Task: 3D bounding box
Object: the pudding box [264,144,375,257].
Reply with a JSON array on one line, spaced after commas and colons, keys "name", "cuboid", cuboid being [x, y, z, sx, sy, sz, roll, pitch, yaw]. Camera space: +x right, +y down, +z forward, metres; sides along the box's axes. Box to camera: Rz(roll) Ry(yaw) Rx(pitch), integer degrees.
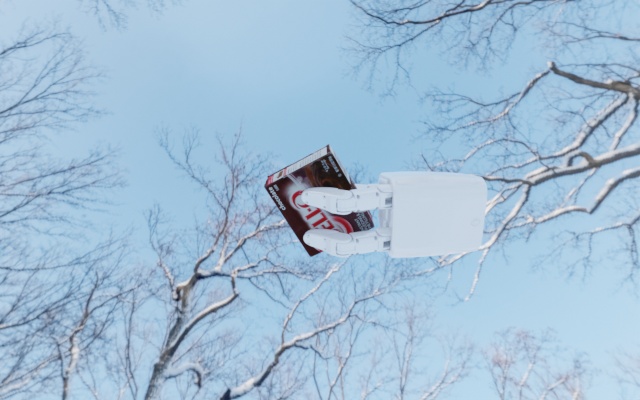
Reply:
[{"name": "pudding box", "cuboid": [0.000, 0.002, 0.573, 0.090, 0.113, 0.039, -27, 20, 12]}]
